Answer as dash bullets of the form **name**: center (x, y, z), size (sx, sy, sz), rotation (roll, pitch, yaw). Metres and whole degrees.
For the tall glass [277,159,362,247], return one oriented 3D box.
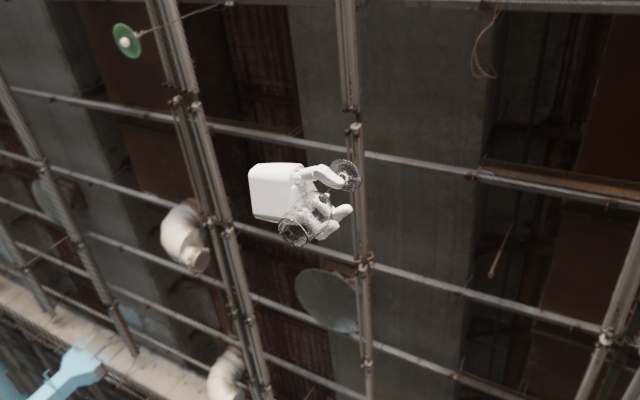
- **tall glass**: center (0.001, 0.002, 0.886), size (0.079, 0.079, 0.201), rotation (0, 32, 36)
